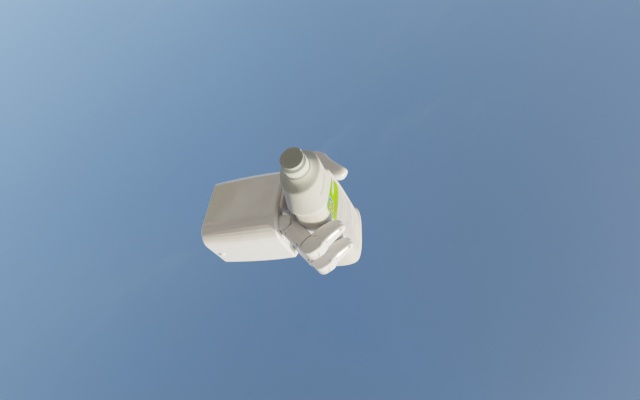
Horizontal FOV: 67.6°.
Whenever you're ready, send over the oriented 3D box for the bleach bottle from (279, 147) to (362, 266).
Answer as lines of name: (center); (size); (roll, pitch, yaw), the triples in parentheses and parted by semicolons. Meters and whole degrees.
bleach bottle: (0.000, 0.002, 0.638); (0.068, 0.102, 0.251); (-8, -29, 13)
